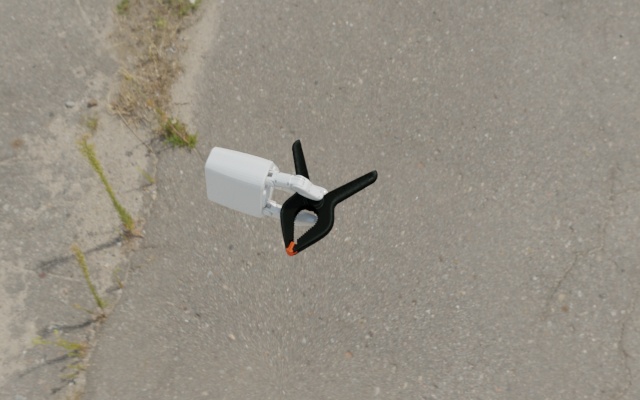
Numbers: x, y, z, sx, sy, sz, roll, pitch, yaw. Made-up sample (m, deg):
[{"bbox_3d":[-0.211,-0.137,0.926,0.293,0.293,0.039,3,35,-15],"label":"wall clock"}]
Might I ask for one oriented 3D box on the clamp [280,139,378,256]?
[{"bbox_3d":[0.000,0.003,0.828,0.164,0.210,0.036,16,-22,7],"label":"clamp"}]
